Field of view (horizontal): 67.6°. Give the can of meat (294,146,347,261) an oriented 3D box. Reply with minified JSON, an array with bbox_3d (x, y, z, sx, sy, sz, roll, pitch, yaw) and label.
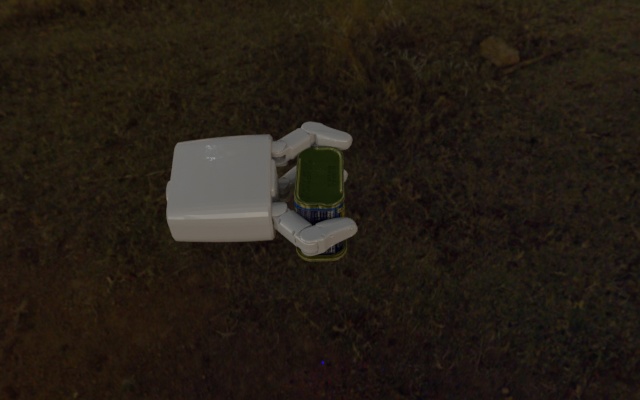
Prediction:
[{"bbox_3d":[0.000,0.002,0.530,0.057,0.084,0.102,-1,43,2],"label":"can of meat"}]
